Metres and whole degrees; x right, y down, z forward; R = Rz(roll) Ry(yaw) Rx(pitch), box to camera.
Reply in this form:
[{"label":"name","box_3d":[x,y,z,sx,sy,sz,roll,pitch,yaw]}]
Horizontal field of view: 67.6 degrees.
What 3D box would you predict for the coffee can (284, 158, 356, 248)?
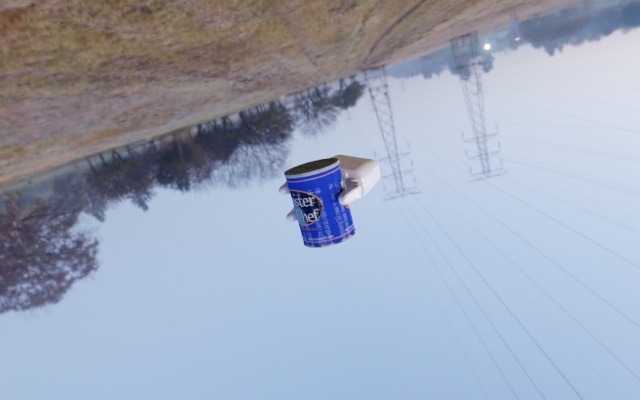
[{"label":"coffee can","box_3d":[0.000,0.003,0.881,0.103,0.140,0.102,-14,14,4]}]
